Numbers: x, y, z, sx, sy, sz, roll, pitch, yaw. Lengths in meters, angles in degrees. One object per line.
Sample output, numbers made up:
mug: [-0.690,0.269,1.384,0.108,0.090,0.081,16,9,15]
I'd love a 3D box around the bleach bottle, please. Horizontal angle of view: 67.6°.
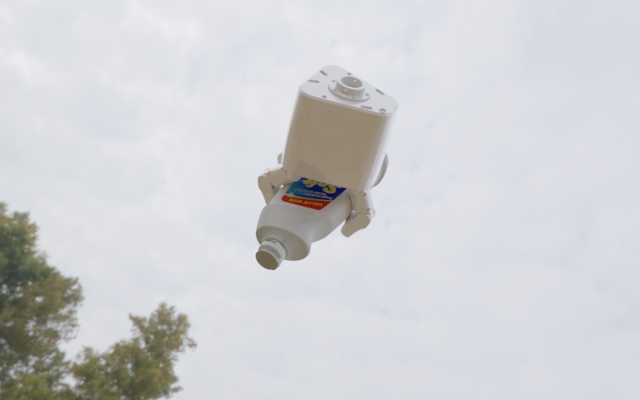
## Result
bleach bottle: [0.000,0.002,0.612,0.102,0.068,0.250,25,42,11]
